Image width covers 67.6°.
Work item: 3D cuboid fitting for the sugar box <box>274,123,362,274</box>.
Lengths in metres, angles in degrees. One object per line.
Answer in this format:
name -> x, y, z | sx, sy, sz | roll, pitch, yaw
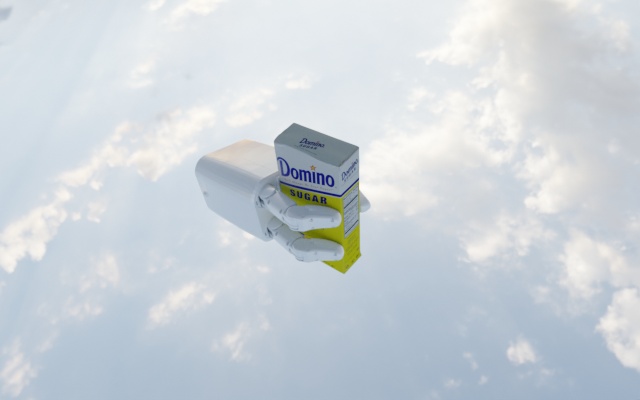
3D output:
sugar box -> 0.000, 0.002, 0.569 | 0.093, 0.176, 0.048 | 24, 53, 29
